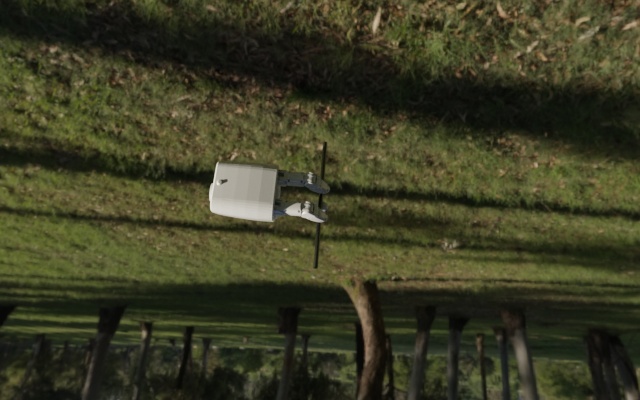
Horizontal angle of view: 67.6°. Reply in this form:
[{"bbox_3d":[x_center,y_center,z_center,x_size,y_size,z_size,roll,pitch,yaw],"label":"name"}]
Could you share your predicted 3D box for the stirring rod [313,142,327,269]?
[{"bbox_3d":[0.000,0.003,0.849,0.011,0.239,0.011,4,-22,2],"label":"stirring rod"}]
